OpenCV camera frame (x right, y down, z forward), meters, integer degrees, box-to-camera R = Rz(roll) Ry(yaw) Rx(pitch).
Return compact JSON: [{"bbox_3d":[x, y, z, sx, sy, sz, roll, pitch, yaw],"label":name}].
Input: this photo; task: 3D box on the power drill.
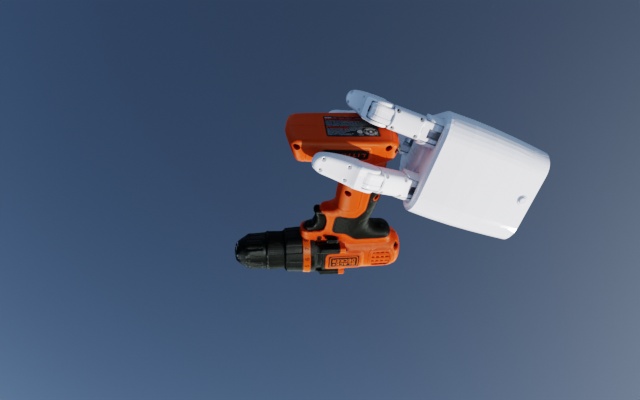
[{"bbox_3d":[0.000,0.001,0.496,0.184,0.188,0.057,-3,42,-8],"label":"power drill"}]
